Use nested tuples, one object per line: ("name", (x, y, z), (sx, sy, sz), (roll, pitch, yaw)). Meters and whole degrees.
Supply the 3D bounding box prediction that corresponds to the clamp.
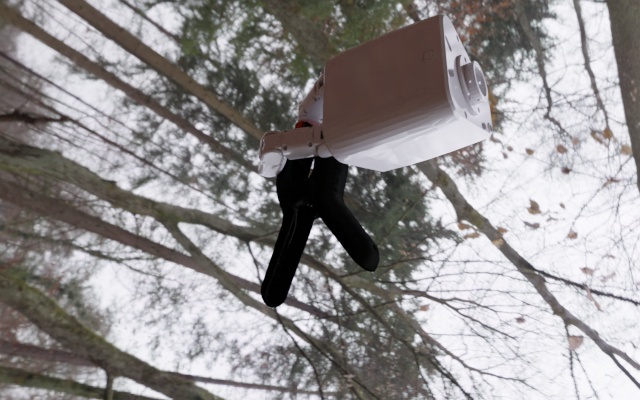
("clamp", (0.000, 0.001, 0.411), (0.120, 0.171, 0.039), (-15, -28, 35))
